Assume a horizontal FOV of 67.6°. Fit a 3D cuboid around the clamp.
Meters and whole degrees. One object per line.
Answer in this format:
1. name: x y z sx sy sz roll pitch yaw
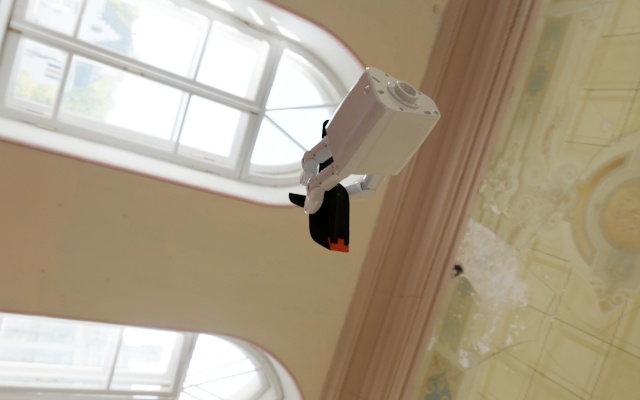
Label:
1. clamp: 0.001 0.003 0.712 0.036 0.209 0.165 10 -46 -24
